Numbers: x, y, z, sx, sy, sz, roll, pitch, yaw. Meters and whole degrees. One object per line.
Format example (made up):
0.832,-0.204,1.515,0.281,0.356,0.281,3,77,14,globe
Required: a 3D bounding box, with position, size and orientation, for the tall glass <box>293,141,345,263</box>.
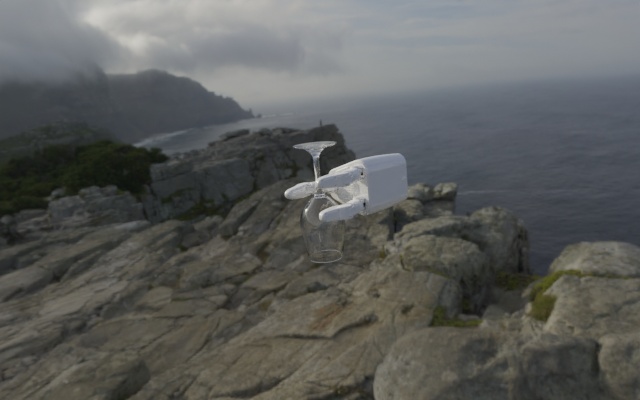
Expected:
0.000,0.002,0.821,0.079,0.201,0.079,-5,13,1,tall glass
